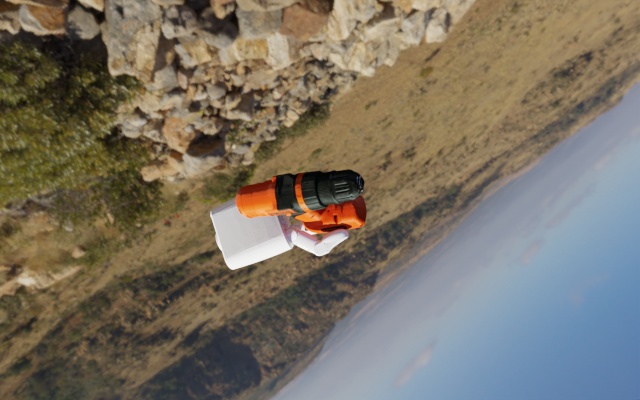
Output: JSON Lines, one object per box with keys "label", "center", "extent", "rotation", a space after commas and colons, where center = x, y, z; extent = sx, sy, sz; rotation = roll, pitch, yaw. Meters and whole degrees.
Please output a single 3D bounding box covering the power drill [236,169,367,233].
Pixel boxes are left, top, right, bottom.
{"label": "power drill", "center": [0.000, 0.002, 0.691], "extent": [0.184, 0.057, 0.188], "rotation": [-7, -15, 25]}
